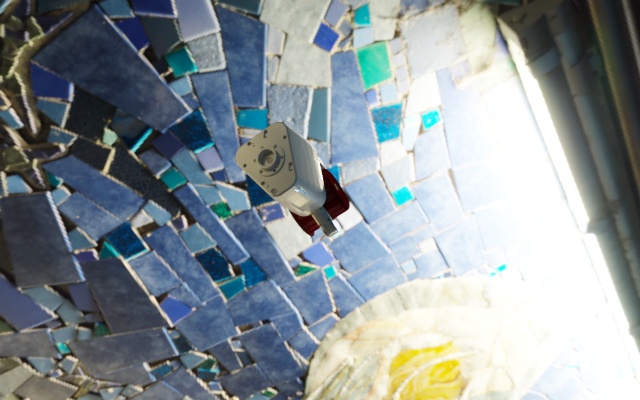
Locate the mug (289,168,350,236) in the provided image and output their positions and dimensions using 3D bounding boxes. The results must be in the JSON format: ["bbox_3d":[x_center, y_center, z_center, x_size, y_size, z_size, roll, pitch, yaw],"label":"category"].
[{"bbox_3d":[0.001,0.003,0.809,0.081,0.093,0.117,-32,-22,11],"label":"mug"}]
